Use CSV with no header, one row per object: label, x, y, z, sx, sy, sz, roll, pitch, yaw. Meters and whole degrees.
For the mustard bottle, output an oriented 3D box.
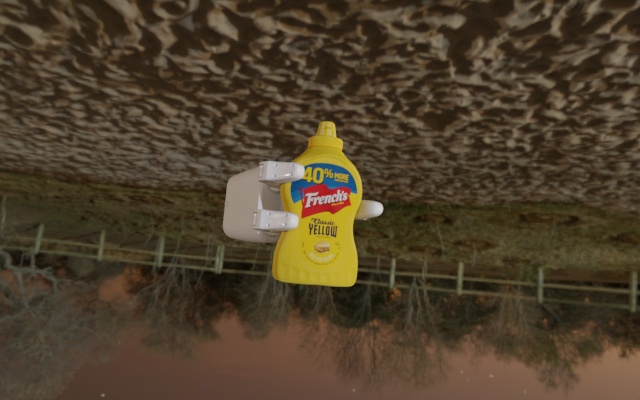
mustard bottle,0.000,0.002,0.562,0.096,0.191,0.058,6,-7,-12
